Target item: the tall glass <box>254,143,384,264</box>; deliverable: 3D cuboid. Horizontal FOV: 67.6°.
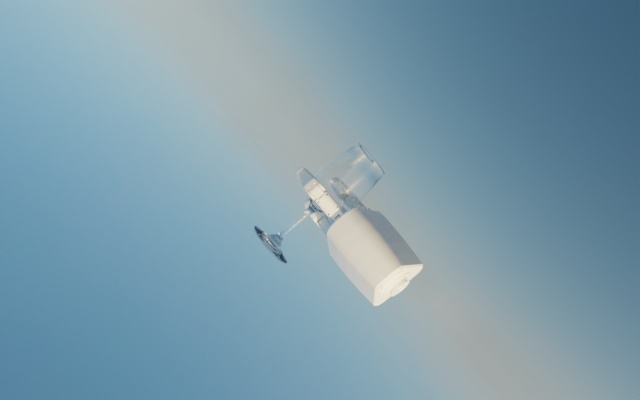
[{"bbox_3d":[-0.001,0.003,0.715,0.201,0.079,0.079,-41,-3,3],"label":"tall glass"}]
